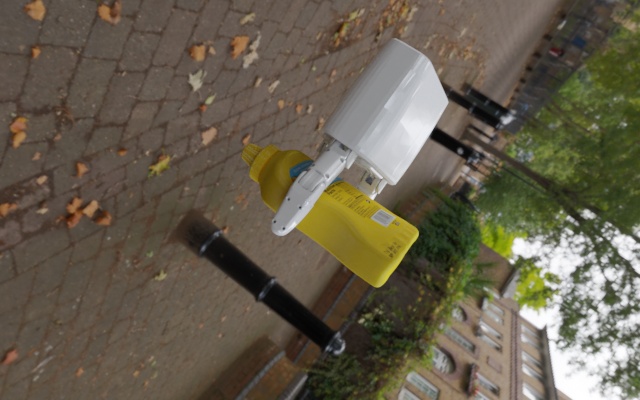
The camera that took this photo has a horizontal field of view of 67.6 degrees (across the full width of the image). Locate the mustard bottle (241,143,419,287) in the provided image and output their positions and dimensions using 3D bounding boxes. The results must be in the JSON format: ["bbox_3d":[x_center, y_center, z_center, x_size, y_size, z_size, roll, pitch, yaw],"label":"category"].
[{"bbox_3d":[0.000,0.002,0.470,0.191,0.058,0.096,36,27,12],"label":"mustard bottle"}]
